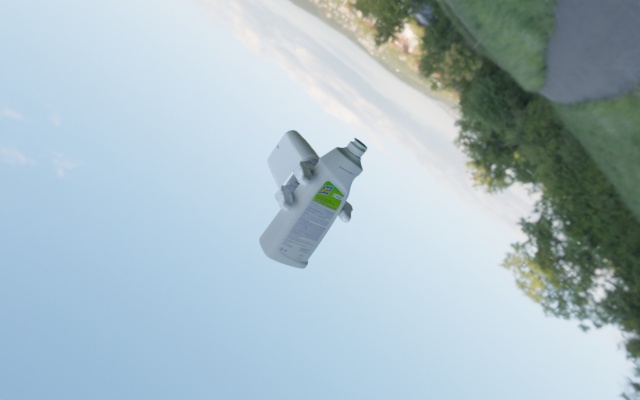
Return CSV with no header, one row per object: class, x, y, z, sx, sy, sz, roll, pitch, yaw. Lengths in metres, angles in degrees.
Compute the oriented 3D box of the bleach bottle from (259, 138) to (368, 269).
bleach bottle,0.000,0.003,0.828,0.102,0.251,0.068,23,23,-39
